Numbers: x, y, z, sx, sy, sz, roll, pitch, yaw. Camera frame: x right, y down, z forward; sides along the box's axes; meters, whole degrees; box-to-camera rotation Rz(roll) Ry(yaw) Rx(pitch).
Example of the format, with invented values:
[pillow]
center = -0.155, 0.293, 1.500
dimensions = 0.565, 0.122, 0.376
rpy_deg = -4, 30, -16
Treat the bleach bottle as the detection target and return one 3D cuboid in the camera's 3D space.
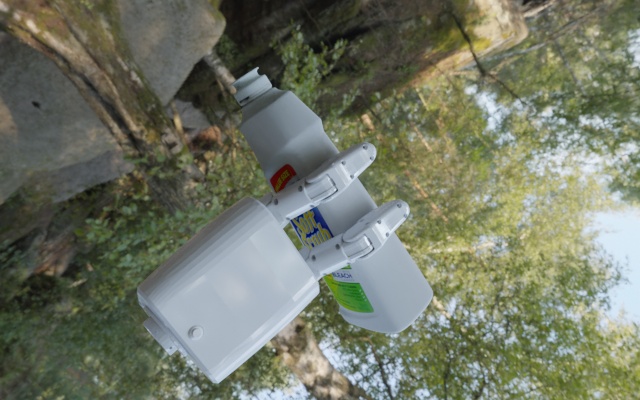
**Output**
[bleach bottle]
center = 0.000, 0.001, 0.425
dimensions = 0.068, 0.251, 0.102
rpy_deg = -40, 17, -25
